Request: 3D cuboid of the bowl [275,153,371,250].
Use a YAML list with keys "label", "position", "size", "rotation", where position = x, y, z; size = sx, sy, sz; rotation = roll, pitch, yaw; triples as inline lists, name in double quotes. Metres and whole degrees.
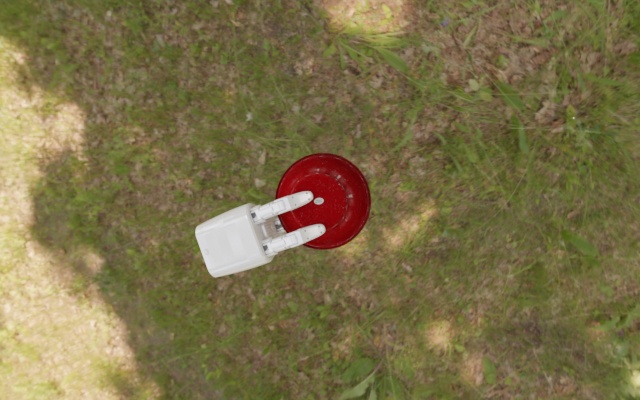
- label: "bowl"
  position: [0.001, 0.002, 0.769]
  size: [0.162, 0.162, 0.055]
  rotation: [0, 2, 8]
